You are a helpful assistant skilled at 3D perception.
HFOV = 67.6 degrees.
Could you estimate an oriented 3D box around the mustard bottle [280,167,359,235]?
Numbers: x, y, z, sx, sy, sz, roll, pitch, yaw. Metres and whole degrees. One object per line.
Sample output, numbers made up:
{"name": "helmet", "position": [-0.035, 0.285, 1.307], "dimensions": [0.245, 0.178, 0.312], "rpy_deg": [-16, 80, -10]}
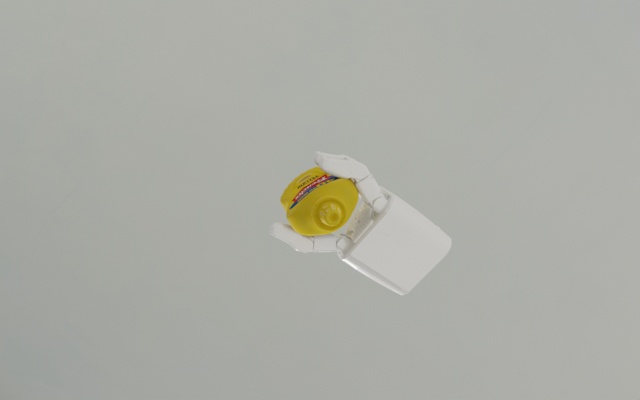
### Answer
{"name": "mustard bottle", "position": [0.000, 0.002, 0.620], "dimensions": [0.096, 0.058, 0.191], "rpy_deg": [-31, 14, -2]}
